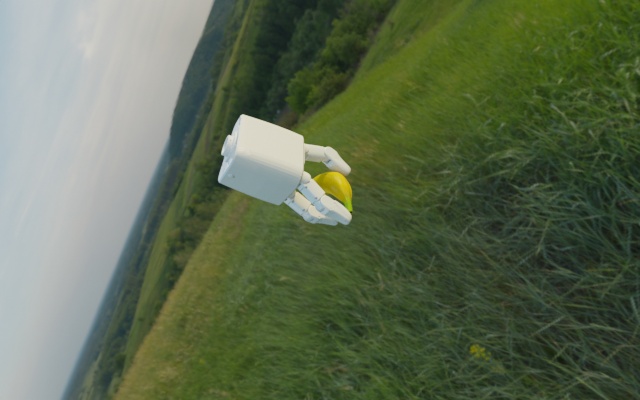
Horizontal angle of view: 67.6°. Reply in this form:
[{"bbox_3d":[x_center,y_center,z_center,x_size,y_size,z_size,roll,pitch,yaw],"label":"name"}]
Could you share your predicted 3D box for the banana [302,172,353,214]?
[{"bbox_3d":[0.006,-0.015,0.828,0.037,0.069,0.198,17,-6,-21],"label":"banana"}]
